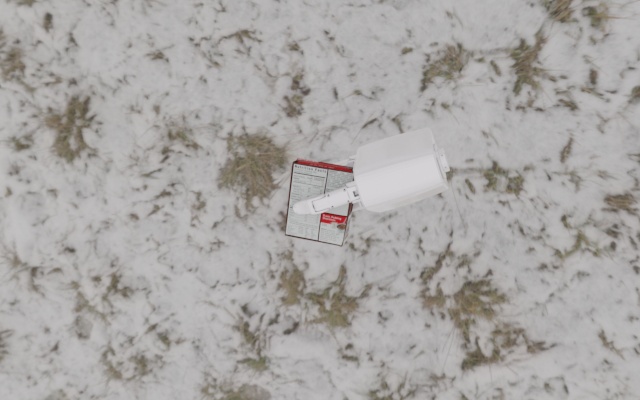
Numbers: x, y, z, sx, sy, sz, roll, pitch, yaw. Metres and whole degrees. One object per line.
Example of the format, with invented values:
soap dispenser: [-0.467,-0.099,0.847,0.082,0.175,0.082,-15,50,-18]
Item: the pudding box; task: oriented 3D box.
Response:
pudding box: [0.000,0.002,0.678,0.090,0.113,0.039,11,14,10]
